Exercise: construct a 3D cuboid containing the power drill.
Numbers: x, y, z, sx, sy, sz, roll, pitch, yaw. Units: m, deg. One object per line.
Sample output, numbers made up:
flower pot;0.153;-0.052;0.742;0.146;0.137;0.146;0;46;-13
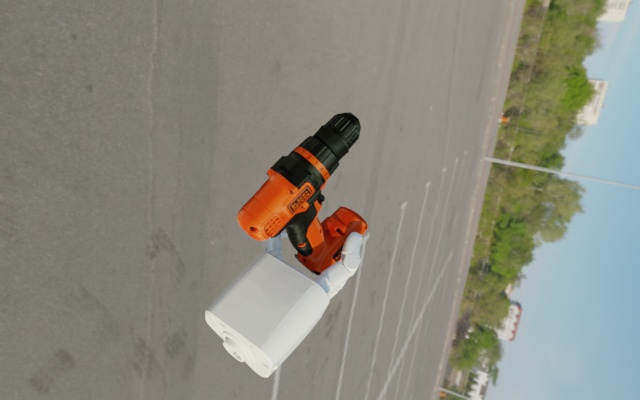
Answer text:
power drill;0.000;0.002;0.601;0.057;0.184;0.188;38;-12;36
